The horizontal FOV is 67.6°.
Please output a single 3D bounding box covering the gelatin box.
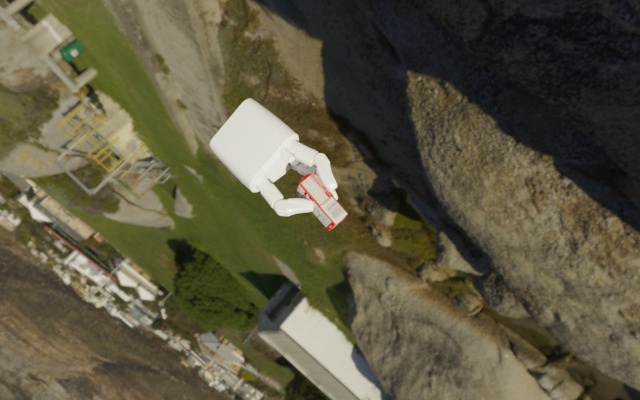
[{"bbox_3d":[0.000,0.003,0.760,0.030,0.089,0.073,-40,-3,-13],"label":"gelatin box"}]
